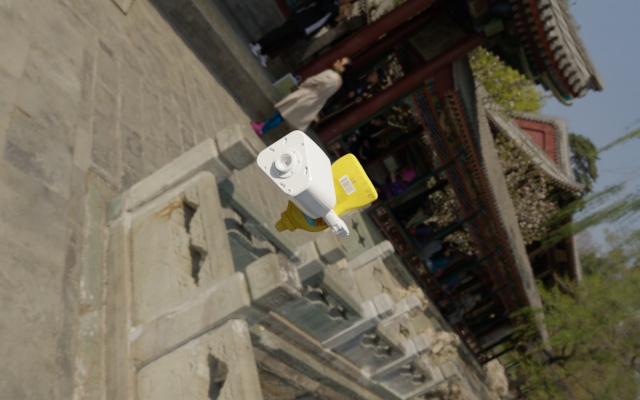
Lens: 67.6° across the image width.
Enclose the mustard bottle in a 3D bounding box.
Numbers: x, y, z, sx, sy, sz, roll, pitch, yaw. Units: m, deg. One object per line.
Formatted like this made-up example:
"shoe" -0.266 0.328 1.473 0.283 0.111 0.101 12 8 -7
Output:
"mustard bottle" 0.000 0.003 0.871 0.191 0.096 0.058 -31 -3 9
